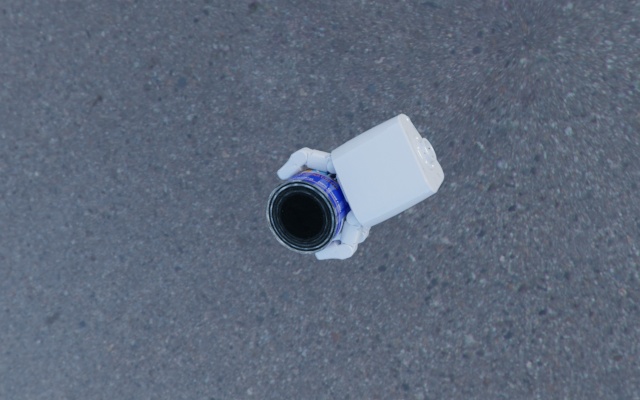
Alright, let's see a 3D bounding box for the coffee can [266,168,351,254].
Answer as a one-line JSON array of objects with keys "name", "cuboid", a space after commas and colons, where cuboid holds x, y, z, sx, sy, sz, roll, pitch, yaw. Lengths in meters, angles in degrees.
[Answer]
[{"name": "coffee can", "cuboid": [0.000, 0.002, 0.681, 0.103, 0.103, 0.140, 0, 17, 23]}]
